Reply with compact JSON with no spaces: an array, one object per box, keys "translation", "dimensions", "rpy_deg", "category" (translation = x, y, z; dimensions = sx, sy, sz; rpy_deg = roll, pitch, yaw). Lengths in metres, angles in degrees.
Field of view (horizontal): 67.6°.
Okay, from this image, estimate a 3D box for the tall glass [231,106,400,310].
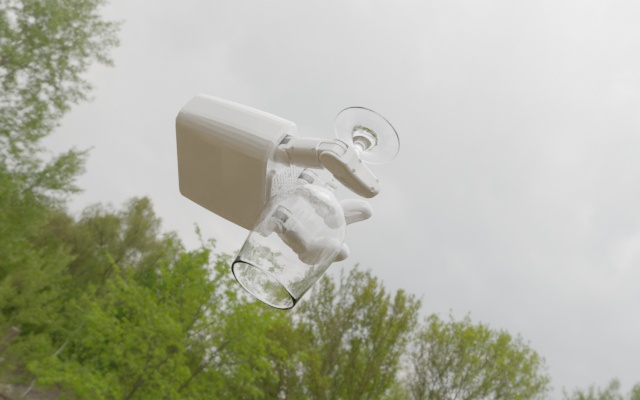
[{"translation":[0.001,0.001,0.441],"dimensions":[0.079,0.079,0.201],"rpy_deg":[0,44,41],"category":"tall glass"}]
